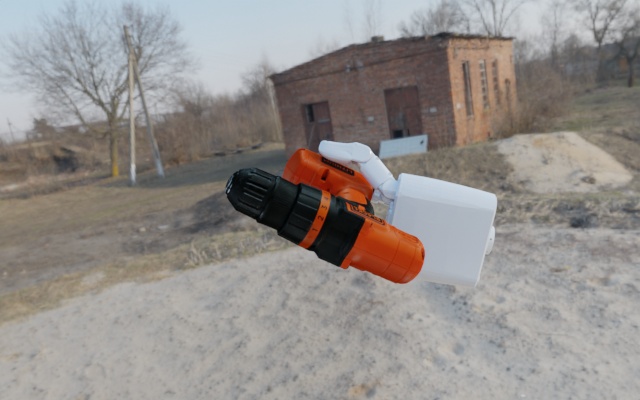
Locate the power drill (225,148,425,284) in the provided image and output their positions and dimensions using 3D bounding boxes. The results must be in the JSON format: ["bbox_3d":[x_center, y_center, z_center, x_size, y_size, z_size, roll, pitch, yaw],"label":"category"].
[{"bbox_3d":[0.000,0.001,0.476,0.184,0.057,0.187,26,16,-12],"label":"power drill"}]
